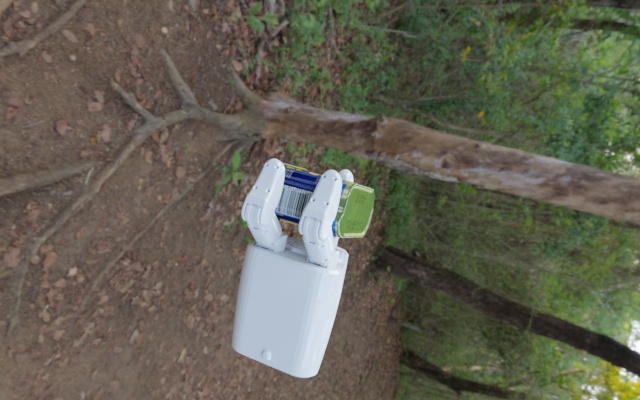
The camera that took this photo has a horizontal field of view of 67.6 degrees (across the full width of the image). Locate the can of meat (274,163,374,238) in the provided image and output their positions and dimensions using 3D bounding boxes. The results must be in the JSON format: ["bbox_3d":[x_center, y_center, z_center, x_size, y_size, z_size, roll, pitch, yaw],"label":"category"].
[{"bbox_3d":[0.000,0.002,0.470,0.084,0.057,0.102,15,3,21],"label":"can of meat"}]
